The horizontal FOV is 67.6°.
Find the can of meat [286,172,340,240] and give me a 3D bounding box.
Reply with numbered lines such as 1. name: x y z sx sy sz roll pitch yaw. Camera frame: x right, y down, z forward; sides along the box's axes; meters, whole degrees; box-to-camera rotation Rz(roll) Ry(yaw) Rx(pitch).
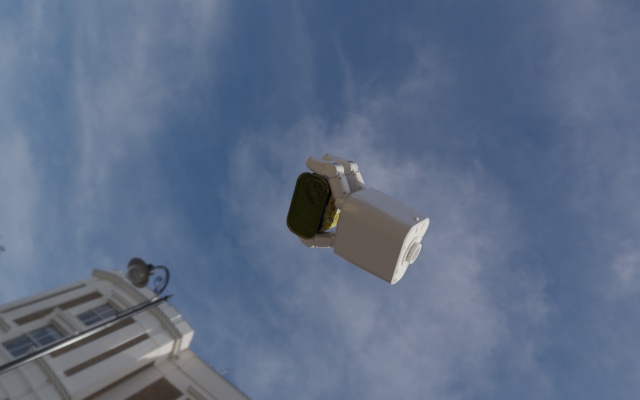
1. can of meat: 0.000 0.002 0.758 0.057 0.102 0.084 25 21 26
